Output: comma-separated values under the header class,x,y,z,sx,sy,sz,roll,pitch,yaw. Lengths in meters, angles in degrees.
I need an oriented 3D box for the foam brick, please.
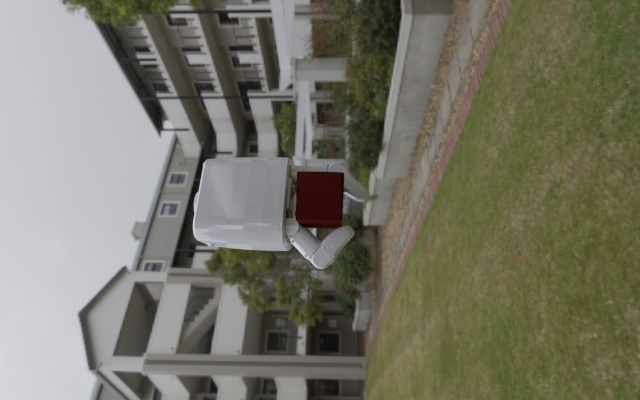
class,x,y,z,sx,sy,sz,roll,pitch,yaw
foam brick,0.000,0.002,0.541,0.051,0.053,0.078,2,-12,2
